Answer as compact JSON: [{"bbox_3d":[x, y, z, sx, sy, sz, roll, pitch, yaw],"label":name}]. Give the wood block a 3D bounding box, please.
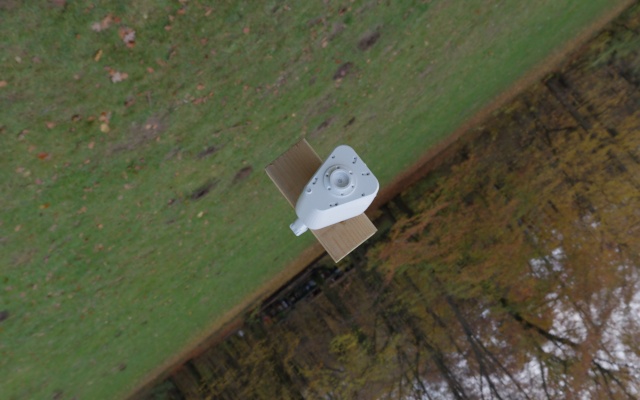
[{"bbox_3d":[0.000,0.003,0.862,0.091,0.206,0.090,-37,-7,-4],"label":"wood block"}]
